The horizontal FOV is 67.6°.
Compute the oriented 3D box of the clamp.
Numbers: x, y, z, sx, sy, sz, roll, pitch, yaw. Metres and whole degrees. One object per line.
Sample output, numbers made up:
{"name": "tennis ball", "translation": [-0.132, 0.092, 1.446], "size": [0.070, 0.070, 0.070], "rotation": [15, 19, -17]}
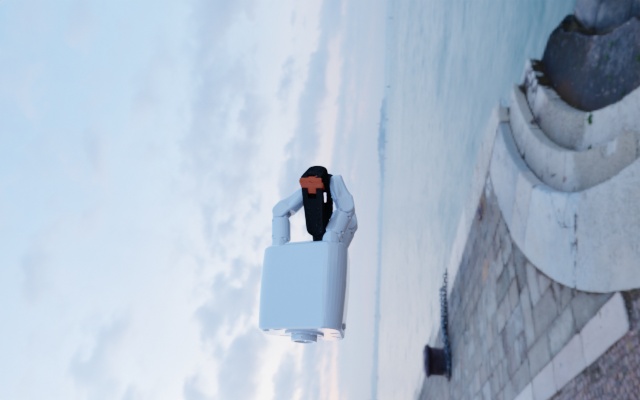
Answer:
{"name": "clamp", "translation": [-0.001, 0.002, 0.660], "size": [0.036, 0.164, 0.210], "rotation": [0, -25, 6]}
